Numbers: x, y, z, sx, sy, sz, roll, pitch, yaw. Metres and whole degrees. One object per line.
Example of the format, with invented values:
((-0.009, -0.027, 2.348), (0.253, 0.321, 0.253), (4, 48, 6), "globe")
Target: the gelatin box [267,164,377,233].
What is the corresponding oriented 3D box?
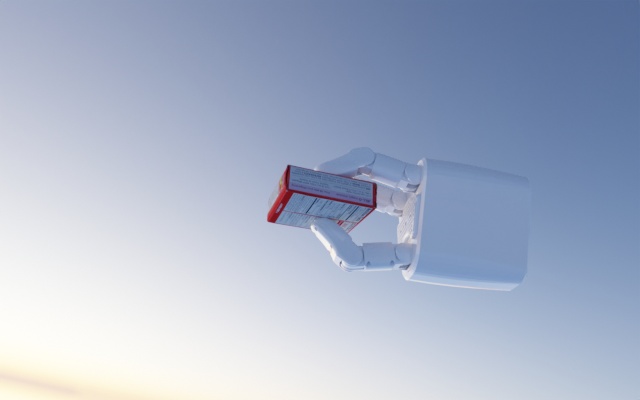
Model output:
((0.000, 0.002, 0.458), (0.089, 0.030, 0.073), (10, -27, -16), "gelatin box")
